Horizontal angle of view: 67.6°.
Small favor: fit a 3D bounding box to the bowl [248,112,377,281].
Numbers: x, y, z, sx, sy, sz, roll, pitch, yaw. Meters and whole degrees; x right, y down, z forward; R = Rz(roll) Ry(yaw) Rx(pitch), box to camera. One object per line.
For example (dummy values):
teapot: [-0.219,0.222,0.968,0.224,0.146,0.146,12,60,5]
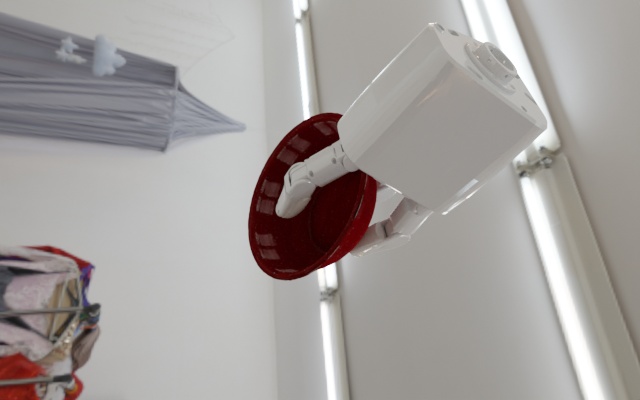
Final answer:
bowl: [-0.001,0.002,0.454,0.055,0.162,0.162,24,-16,-38]
